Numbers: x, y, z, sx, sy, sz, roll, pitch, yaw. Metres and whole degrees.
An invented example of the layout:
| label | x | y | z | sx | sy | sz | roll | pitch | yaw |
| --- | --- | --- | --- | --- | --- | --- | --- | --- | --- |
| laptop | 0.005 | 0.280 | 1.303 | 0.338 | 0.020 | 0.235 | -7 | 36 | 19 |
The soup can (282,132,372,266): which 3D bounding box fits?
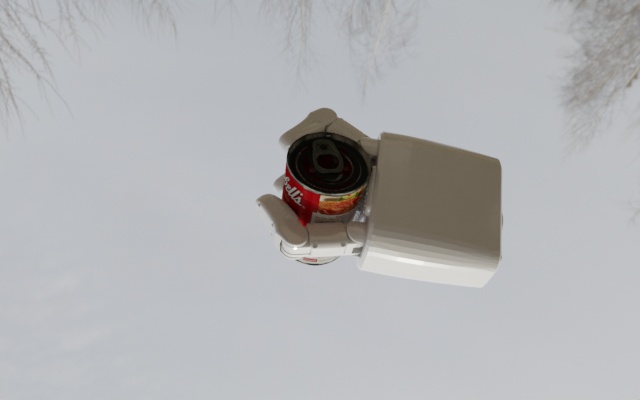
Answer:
| label | x | y | z | sx | sy | sz | roll | pitch | yaw |
| --- | --- | --- | --- | --- | --- | --- | --- | --- | --- |
| soup can | 0.000 | 0.002 | 0.410 | 0.068 | 0.068 | 0.102 | 0 | -39 | -11 |
